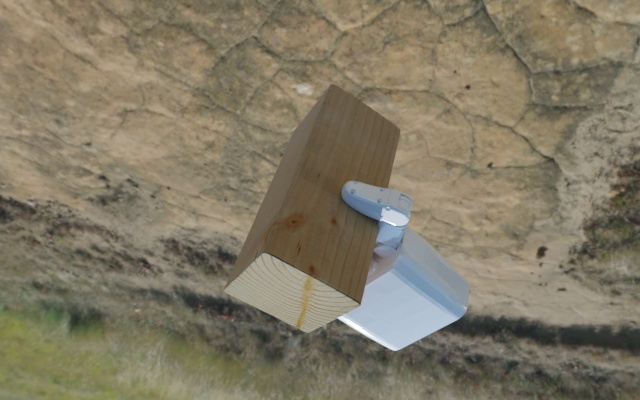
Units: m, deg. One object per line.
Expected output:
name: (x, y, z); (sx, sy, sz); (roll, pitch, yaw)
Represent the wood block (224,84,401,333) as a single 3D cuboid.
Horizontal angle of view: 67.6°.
wood block: (0.001, 0.002, 0.448); (0.090, 0.206, 0.091); (31, -40, -15)
